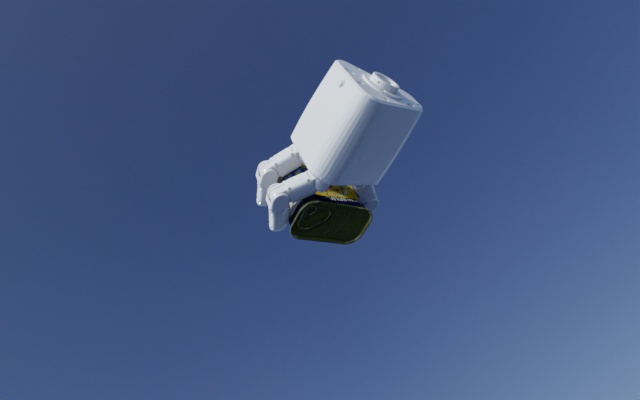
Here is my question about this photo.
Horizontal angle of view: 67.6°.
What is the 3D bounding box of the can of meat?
[{"bbox_3d":[0.000,0.002,0.585,0.102,0.057,0.084,9,35,-33],"label":"can of meat"}]
